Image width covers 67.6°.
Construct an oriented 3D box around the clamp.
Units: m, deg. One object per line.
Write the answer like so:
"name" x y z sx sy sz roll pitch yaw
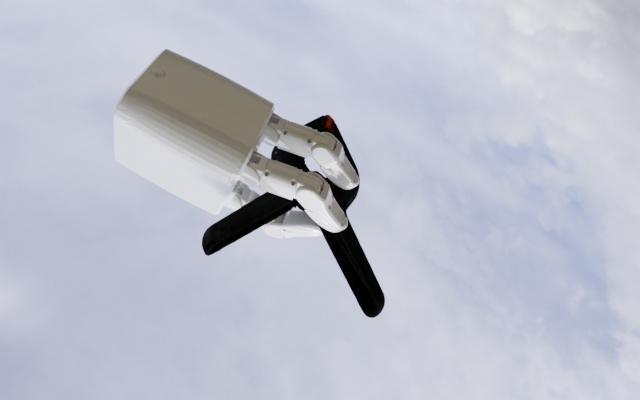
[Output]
"clamp" 0.000 0.001 0.450 0.164 0.209 0.036 30 -44 -13
